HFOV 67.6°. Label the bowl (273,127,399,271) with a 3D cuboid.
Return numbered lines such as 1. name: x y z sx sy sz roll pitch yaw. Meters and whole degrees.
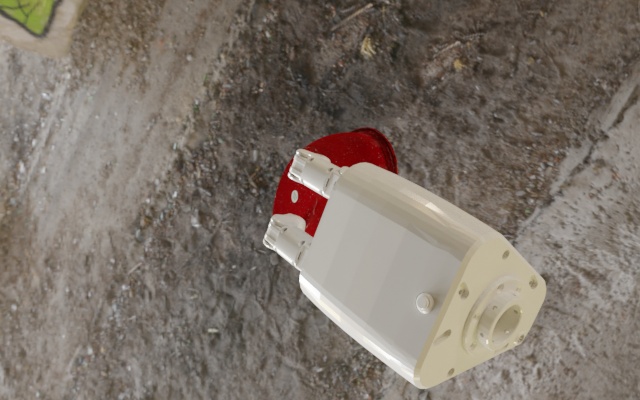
1. bowl: -0.001 0.001 0.445 0.055 0.162 0.162 16 -8 -28
